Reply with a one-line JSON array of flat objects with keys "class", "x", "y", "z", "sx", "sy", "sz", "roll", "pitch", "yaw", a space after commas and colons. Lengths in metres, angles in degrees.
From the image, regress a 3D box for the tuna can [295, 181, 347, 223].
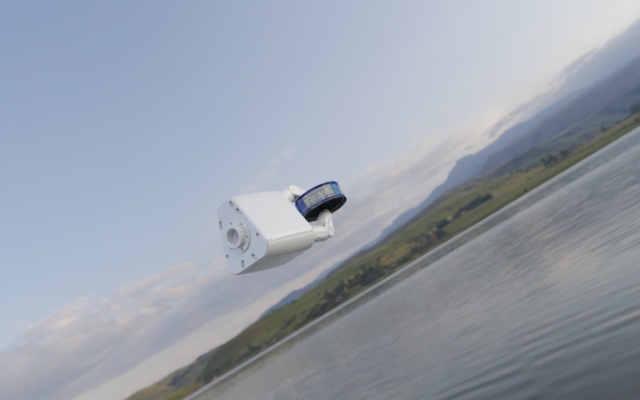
[{"class": "tuna can", "x": 0.000, "y": 0.002, "z": 0.818, "sx": 0.086, "sy": 0.033, "sz": 0.086, "roll": -25, "pitch": -17, "yaw": -8}]
